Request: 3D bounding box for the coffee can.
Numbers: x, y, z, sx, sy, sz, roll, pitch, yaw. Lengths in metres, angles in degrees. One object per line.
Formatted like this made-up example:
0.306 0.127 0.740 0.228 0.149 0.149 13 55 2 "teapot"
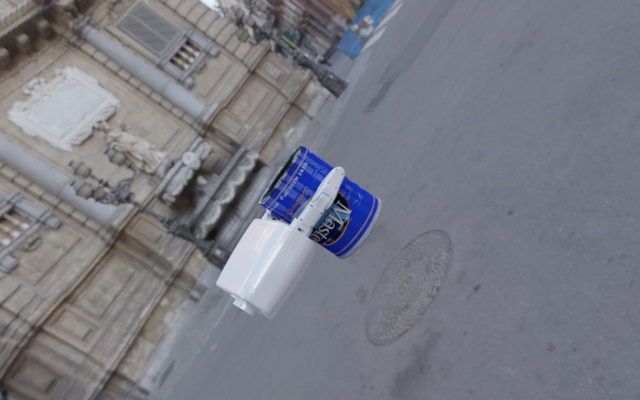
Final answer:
0.000 0.002 0.669 0.140 0.103 0.103 35 -8 -11 "coffee can"
